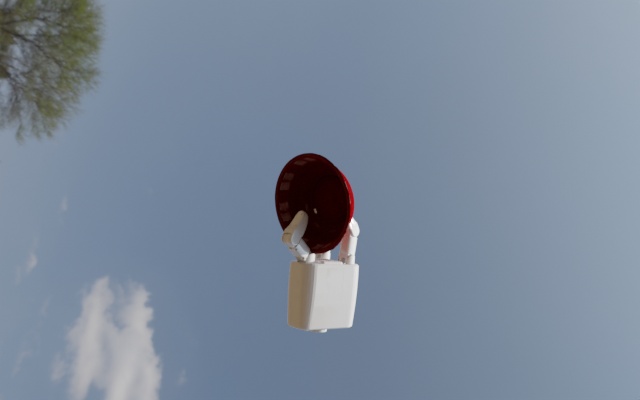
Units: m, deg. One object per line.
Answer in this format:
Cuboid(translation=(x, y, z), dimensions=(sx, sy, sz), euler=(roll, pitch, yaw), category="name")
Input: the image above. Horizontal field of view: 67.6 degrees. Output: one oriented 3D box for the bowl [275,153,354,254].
Cuboid(translation=(0.001, 0.001, 0.775), dimensions=(0.162, 0.162, 0.055), euler=(0, 7, 41), category="bowl")
